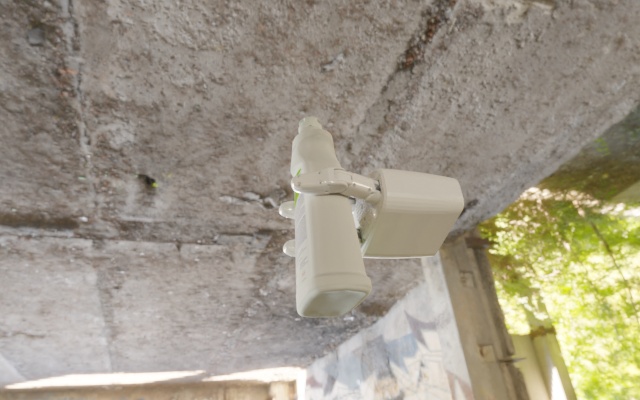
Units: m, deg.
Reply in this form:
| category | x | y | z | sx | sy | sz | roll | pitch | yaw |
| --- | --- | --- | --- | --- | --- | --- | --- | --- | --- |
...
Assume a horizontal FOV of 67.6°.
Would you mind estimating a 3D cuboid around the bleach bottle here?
| category | x | y | z | sx | sy | sz | roll | pitch | yaw |
| --- | --- | --- | --- | --- | --- | --- | --- | --- | --- |
| bleach bottle | 0.000 | 0.002 | 0.562 | 0.068 | 0.250 | 0.103 | 4 | -31 | -17 |
